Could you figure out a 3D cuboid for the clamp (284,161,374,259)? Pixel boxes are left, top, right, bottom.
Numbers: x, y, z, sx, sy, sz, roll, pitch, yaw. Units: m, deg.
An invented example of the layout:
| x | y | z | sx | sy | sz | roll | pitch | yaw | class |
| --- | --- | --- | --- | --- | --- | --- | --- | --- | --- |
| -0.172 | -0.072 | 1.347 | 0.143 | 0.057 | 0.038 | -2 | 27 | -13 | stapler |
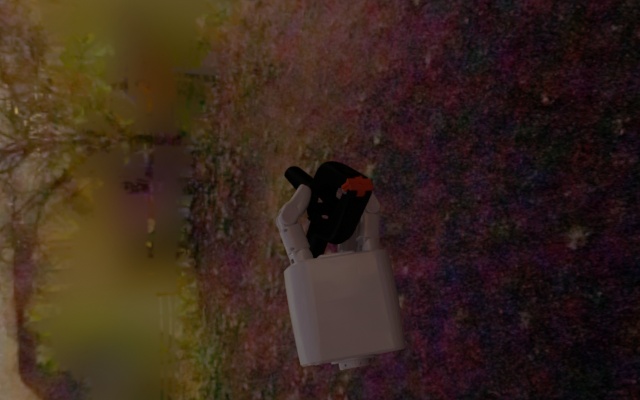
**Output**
| x | y | z | sx | sy | sz | roll | pitch | yaw | class |
| --- | --- | --- | --- | --- | --- | --- | --- | --- | --- |
| 0.000 | 0.002 | 0.574 | 0.036 | 0.164 | 0.210 | -2 | -21 | -23 | clamp |
